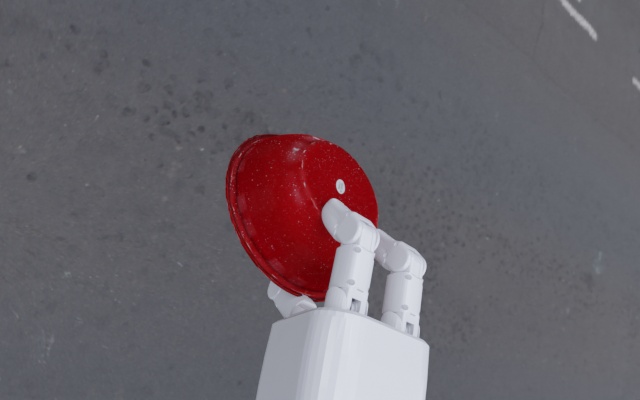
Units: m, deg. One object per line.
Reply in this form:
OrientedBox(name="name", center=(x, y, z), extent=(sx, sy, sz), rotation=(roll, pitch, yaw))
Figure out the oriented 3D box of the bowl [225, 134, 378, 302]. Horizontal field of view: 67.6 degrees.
OrientedBox(name="bowl", center=(0.000, 0.000, 0.413), extent=(0.055, 0.162, 0.162), rotation=(-31, -20, 36))
